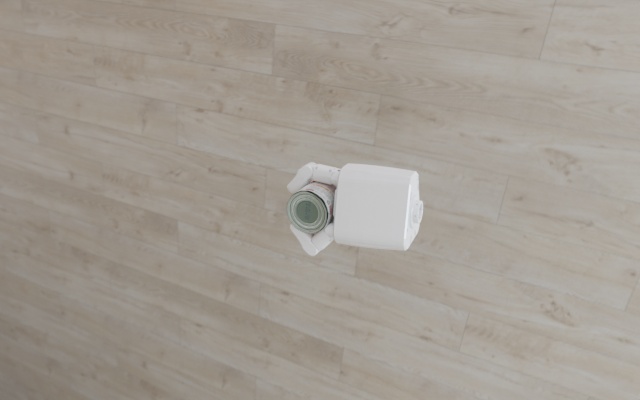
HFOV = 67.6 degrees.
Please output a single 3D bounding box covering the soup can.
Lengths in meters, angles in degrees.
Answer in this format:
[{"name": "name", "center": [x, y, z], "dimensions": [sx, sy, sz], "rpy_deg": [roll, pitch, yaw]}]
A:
[{"name": "soup can", "center": [0.000, 0.002, 0.729], "dimensions": [0.068, 0.068, 0.102], "rpy_deg": [0, 18, 25]}]
